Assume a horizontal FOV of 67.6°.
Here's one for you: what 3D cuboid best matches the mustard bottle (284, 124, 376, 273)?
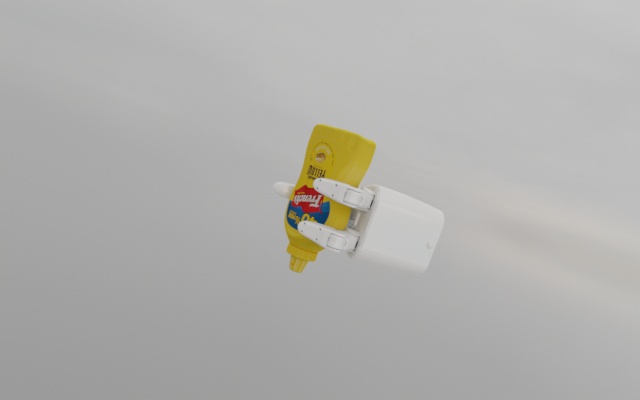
[{"bbox_3d":[0.000,0.002,0.617,0.058,0.191,0.096,15,6,-45],"label":"mustard bottle"}]
